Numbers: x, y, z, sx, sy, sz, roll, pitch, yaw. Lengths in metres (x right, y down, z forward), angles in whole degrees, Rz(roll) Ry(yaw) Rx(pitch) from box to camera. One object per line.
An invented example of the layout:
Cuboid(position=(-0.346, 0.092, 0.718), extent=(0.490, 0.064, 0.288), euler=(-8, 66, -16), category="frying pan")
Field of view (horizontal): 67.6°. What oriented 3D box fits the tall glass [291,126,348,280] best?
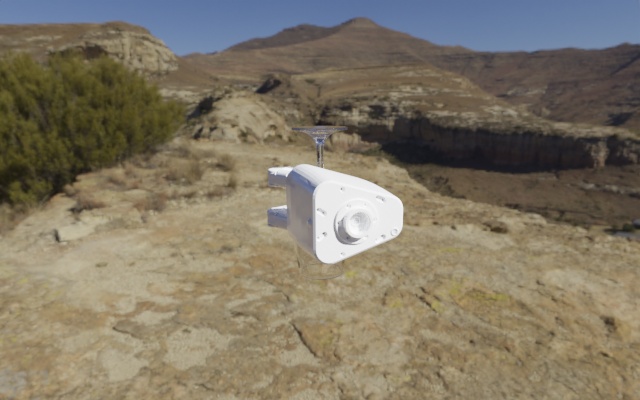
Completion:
Cuboid(position=(0.000, 0.001, 0.645), extent=(0.079, 0.201, 0.079), euler=(-1, 12, 0), category="tall glass")
